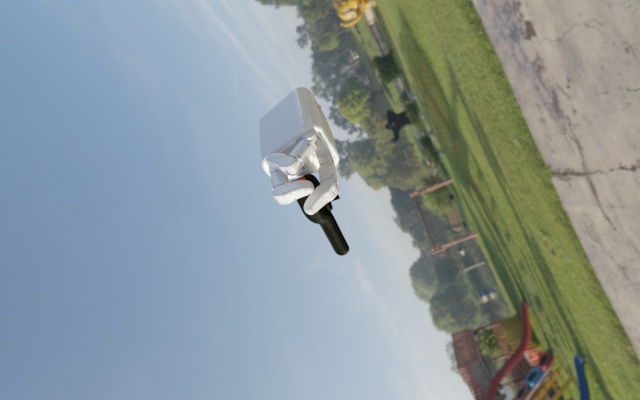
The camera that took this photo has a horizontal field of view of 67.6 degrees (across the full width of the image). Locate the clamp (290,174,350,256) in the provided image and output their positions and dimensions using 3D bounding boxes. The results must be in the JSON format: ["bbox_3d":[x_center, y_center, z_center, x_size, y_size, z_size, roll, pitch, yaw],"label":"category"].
[{"bbox_3d":[0.000,0.003,0.770,0.039,0.120,0.172,-23,-43,11],"label":"clamp"}]
